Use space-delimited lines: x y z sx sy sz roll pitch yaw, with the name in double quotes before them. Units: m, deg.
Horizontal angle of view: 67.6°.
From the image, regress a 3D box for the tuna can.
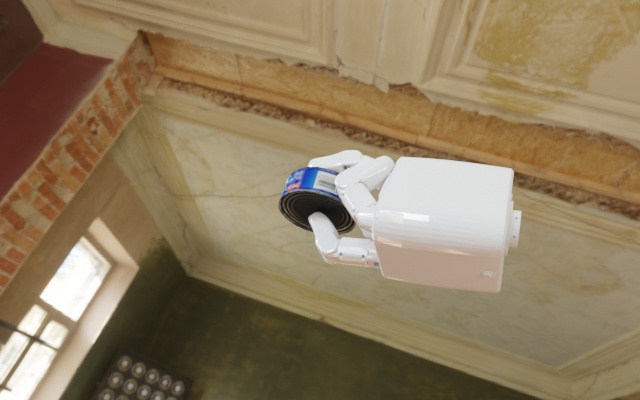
"tuna can" 0.000 0.001 0.516 0.086 0.033 0.086 12 -31 8
